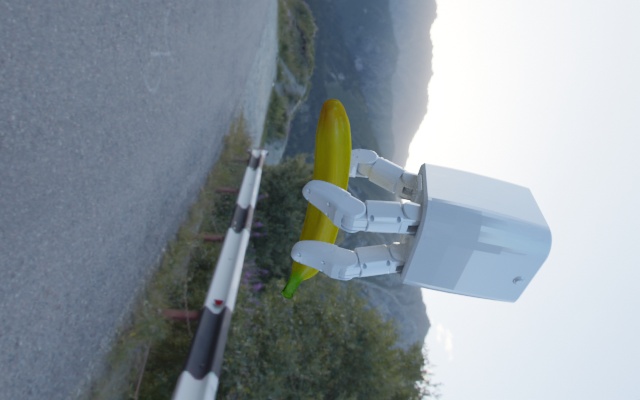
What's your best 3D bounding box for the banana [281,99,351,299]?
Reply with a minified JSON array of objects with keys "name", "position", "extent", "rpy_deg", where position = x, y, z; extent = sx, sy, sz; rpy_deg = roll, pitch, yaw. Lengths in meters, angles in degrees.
[{"name":"banana","position":[0.004,-0.001,0.457],"extent":[0.037,0.198,0.069],"rpy_deg":[15,21,9]}]
